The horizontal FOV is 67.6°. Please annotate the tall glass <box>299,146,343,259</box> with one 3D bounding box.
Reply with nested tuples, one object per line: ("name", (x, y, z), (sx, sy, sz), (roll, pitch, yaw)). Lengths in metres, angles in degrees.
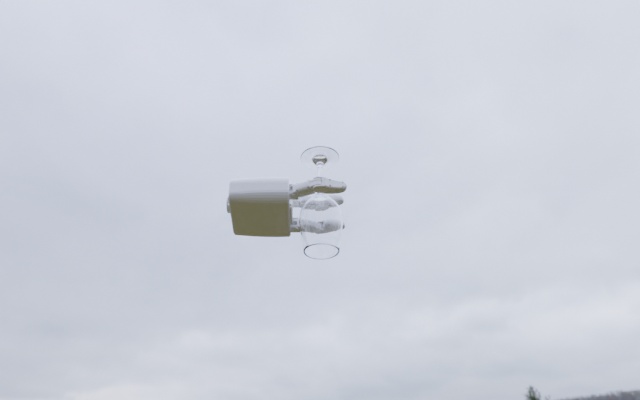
("tall glass", (0.000, 0.002, 0.863), (0.079, 0.201, 0.079), (-1, -32, -1))
